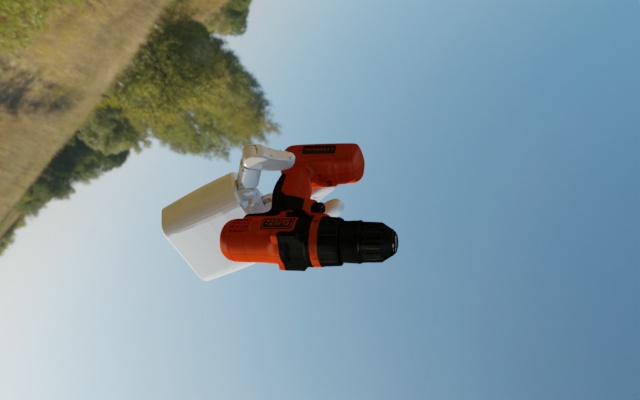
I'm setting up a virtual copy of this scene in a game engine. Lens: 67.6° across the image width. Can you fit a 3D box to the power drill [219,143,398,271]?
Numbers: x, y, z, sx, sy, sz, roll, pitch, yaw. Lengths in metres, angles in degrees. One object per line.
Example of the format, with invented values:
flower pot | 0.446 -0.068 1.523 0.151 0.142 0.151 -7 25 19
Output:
power drill | 0.000 0.002 0.535 0.184 0.057 0.187 1 34 15
